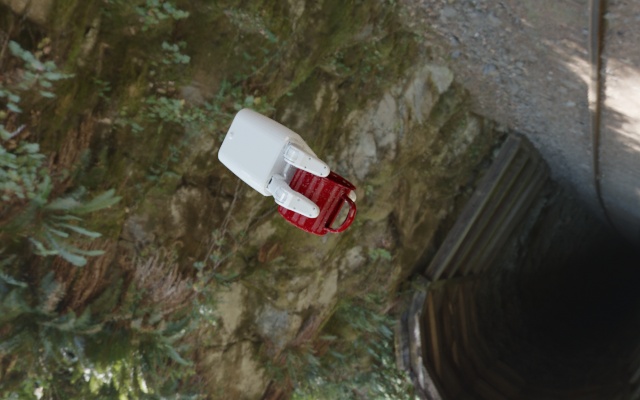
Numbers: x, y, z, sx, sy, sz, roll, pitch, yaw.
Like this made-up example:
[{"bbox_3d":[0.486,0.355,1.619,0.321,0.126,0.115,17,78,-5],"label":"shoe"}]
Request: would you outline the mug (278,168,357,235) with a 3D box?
[{"bbox_3d":[0.001,0.003,0.678,0.117,0.081,0.093,34,12,29],"label":"mug"}]
